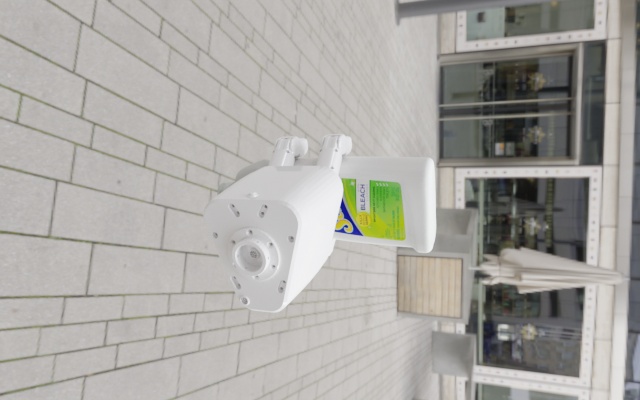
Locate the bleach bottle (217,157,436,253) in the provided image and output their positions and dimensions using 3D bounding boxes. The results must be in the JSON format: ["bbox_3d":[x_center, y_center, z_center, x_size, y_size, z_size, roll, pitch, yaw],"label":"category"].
[{"bbox_3d":[0.000,0.002,0.545,0.251,0.102,0.068,1,19,20],"label":"bleach bottle"}]
